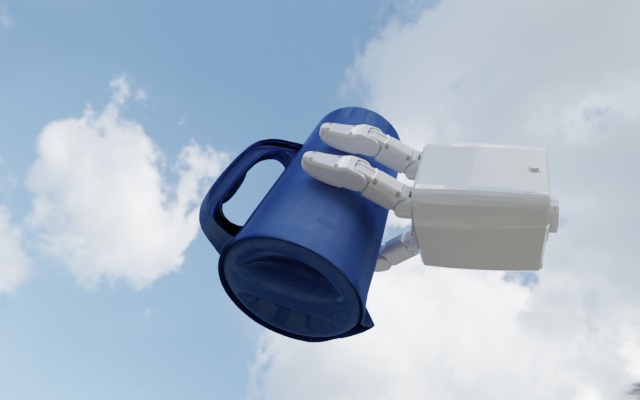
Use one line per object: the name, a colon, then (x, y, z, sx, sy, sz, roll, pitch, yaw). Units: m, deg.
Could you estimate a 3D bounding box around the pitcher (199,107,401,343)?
pitcher: (0.000, 0.002, 0.481, 0.145, 0.149, 0.242, 1, 40, 22)
